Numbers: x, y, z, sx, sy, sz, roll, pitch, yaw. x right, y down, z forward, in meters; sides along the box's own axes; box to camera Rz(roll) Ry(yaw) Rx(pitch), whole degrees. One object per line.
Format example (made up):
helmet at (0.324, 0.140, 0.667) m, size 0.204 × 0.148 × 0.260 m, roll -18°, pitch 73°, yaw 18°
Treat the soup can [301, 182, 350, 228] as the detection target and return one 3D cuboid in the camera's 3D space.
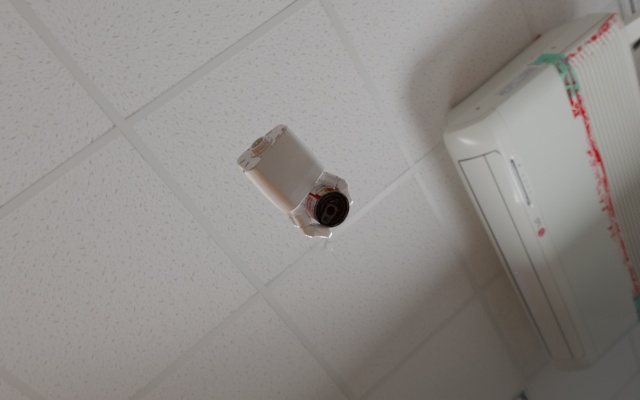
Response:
soup can at (0.000, 0.003, 0.884) m, size 0.068 × 0.068 × 0.102 m, roll 0°, pitch 15°, yaw -26°
